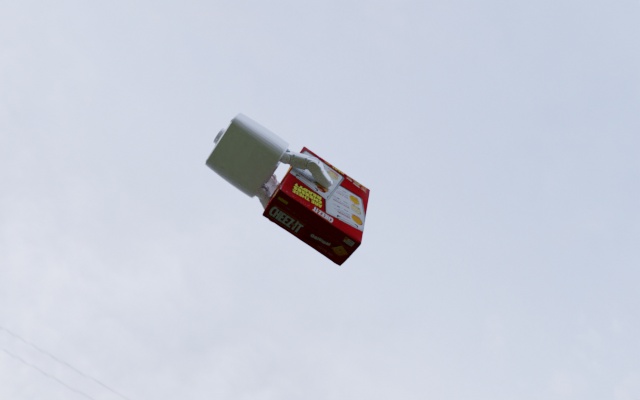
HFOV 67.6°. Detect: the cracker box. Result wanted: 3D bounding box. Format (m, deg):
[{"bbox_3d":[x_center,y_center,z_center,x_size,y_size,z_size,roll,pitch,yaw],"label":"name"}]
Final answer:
[{"bbox_3d":[0.000,0.003,0.877,0.164,0.072,0.213,33,27,-7],"label":"cracker box"}]
